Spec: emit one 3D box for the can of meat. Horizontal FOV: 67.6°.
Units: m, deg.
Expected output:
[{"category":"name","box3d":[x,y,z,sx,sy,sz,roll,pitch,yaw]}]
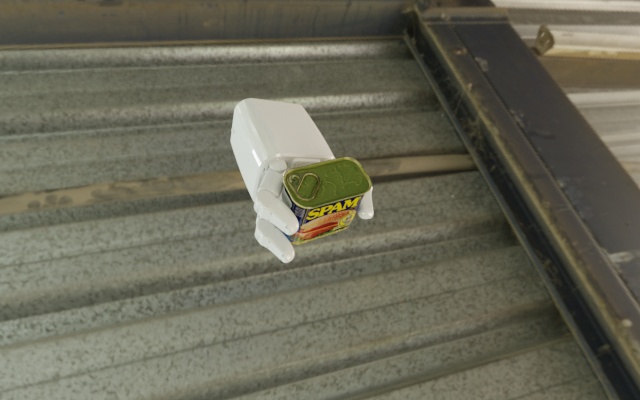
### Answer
[{"category":"can of meat","box3d":[0.000,0.002,0.574,0.102,0.057,0.084,-15,-31,-25]}]
